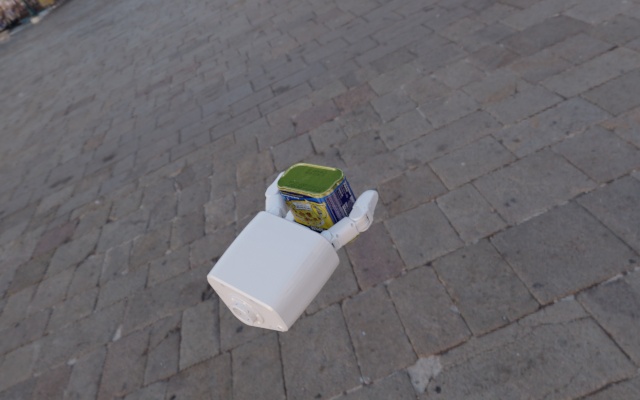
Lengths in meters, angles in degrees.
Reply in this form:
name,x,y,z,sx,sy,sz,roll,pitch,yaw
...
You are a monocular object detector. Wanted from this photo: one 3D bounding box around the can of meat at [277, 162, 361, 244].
name,x,y,z,sx,sy,sz,roll,pitch,yaw
can of meat,0.000,0.002,0.617,0.102,0.084,0.057,12,50,43
